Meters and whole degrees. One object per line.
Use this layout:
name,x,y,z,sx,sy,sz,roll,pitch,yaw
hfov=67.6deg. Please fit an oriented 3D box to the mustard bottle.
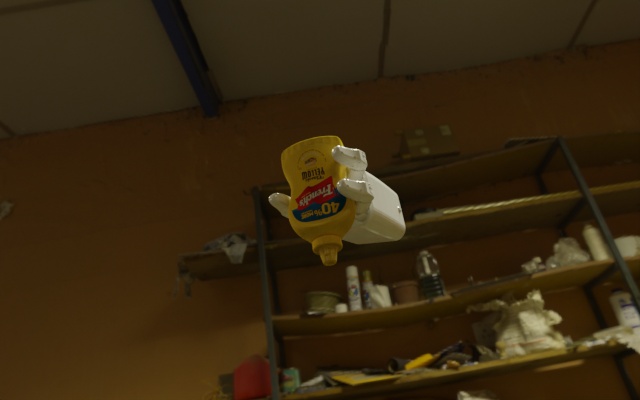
mustard bottle,0.000,0.002,0.683,0.096,0.191,0.058,-14,-30,9
